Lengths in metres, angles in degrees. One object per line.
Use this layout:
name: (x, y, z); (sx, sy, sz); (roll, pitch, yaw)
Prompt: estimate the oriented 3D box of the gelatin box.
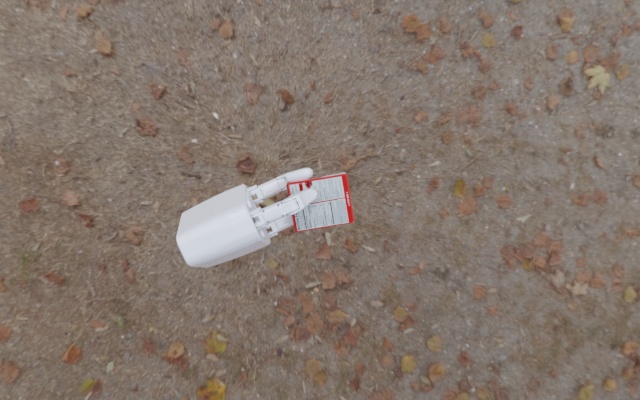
gelatin box: (0.000, 0.002, 0.694); (0.089, 0.073, 0.030); (-9, 7, 2)
